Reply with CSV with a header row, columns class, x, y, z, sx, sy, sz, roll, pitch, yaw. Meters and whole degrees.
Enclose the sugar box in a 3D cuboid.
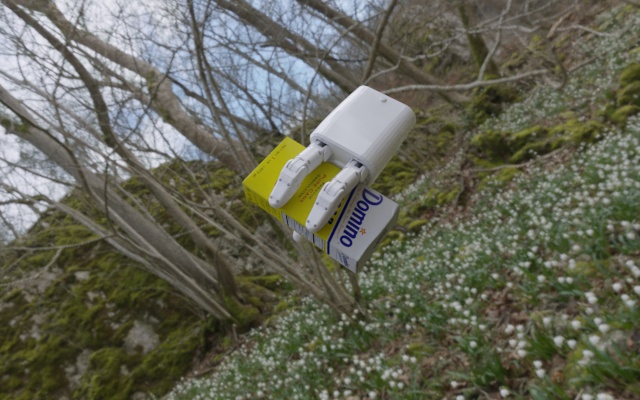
class,x,y,z,sx,sy,sz,roll,pitch,yaw
sugar box,0.000,0.001,0.590,0.176,0.093,0.048,31,-24,20
